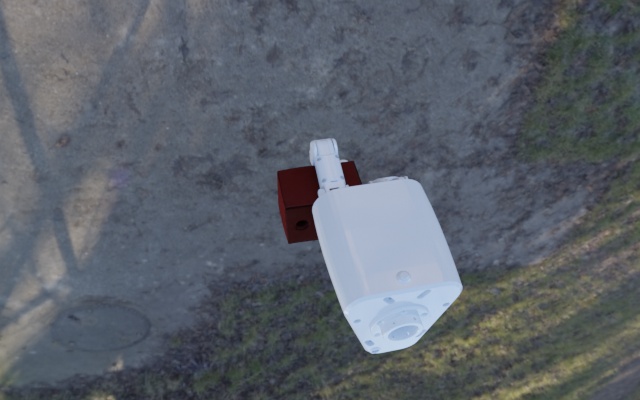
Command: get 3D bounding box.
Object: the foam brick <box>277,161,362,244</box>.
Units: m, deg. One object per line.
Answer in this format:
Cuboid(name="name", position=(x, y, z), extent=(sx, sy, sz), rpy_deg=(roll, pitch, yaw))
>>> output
Cuboid(name="foam brick", position=(0.000, 0.002, 0.457), extent=(0.078, 0.051, 0.053), rpy_deg=(-8, -40, -7))
